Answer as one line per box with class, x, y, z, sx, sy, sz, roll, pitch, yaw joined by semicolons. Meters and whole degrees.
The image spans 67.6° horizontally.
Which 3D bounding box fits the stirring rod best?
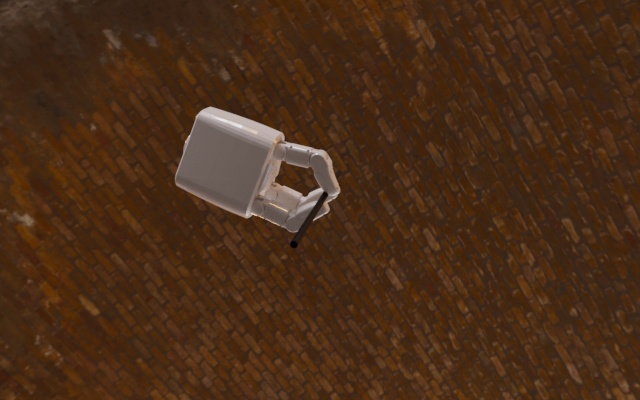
stirring rod;0.000;0.002;0.580;0.011;0.011;0.239;0;20;14
